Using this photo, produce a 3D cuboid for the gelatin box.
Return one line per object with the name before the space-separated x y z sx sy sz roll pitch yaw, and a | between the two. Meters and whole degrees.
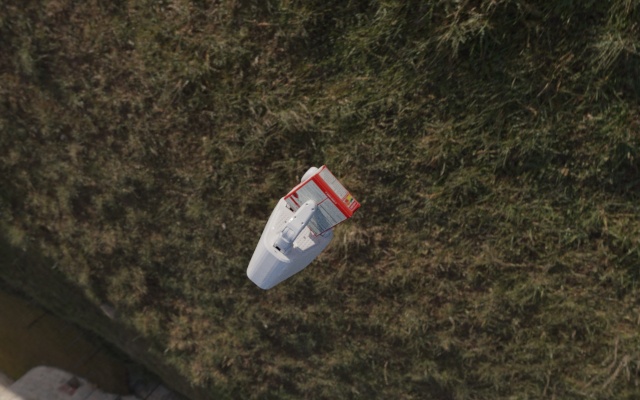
gelatin box | 0.000 0.002 0.648 0.030 0.073 0.089 -47 8 -38
